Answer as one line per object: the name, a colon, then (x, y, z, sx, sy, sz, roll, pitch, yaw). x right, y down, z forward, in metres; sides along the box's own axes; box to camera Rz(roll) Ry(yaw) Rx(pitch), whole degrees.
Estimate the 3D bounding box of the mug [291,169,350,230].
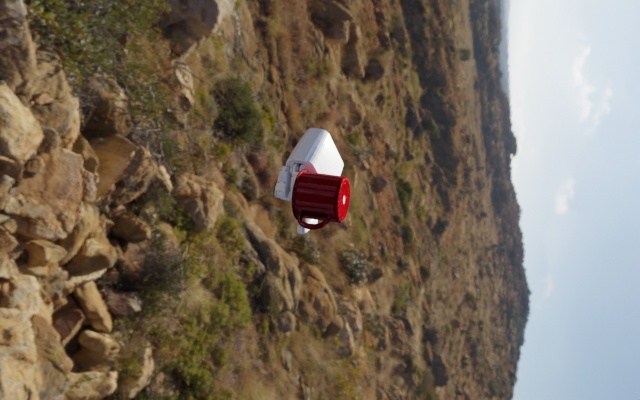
mug: (0.000, 0.004, 0.833, 0.081, 0.117, 0.093, 7, -42, 18)
